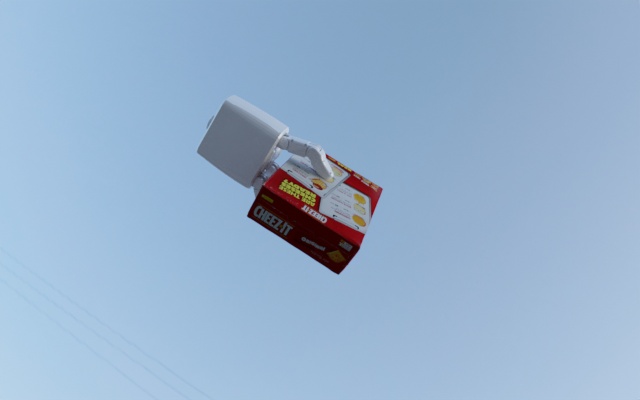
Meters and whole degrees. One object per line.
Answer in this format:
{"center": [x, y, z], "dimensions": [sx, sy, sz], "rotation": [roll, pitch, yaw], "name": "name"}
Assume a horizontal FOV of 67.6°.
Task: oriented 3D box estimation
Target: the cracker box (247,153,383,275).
{"center": [0.000, 0.002, 0.766], "dimensions": [0.164, 0.072, 0.213], "rotation": [32, 29, 0], "name": "cracker box"}
